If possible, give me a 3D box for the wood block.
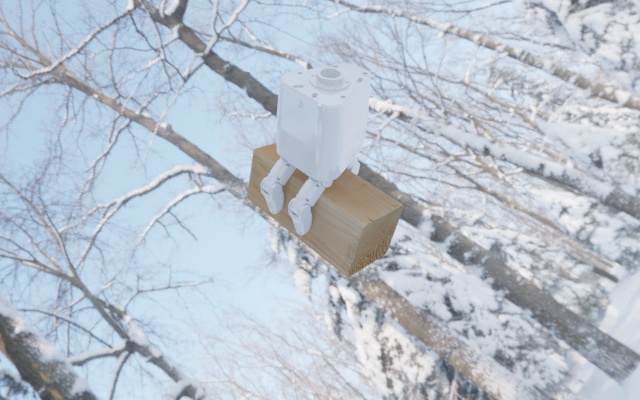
[{"bbox_3d":[0.000,0.002,0.674,0.206,0.090,0.091,36,40,29],"label":"wood block"}]
